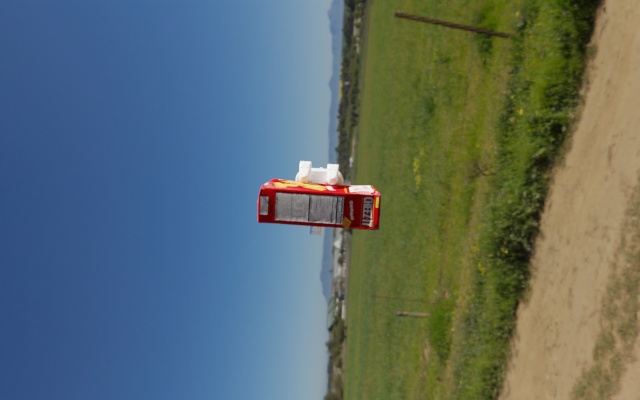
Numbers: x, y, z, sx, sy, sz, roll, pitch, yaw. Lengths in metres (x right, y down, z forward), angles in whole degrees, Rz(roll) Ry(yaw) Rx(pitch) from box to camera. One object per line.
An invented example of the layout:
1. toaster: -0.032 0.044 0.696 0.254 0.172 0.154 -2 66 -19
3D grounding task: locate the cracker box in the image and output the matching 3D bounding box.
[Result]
1. cracker box: 0.000 0.003 0.899 0.214 0.072 0.164 3 7 2
